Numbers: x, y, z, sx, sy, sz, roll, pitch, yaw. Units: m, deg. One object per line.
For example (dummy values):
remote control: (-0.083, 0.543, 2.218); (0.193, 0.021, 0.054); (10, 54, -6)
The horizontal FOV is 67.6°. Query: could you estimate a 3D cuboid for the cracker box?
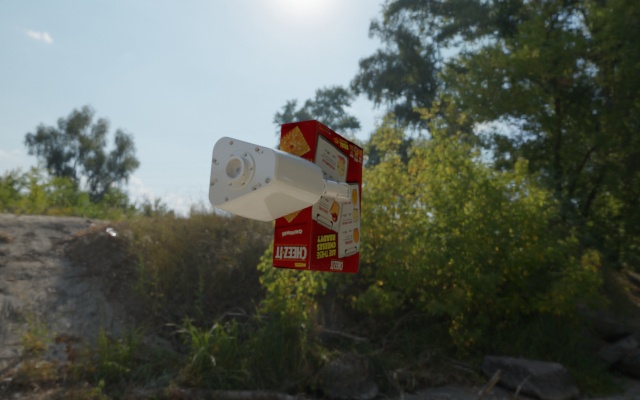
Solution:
cracker box: (0.000, 0.002, 0.744); (0.072, 0.213, 0.164); (-2, -10, 30)
